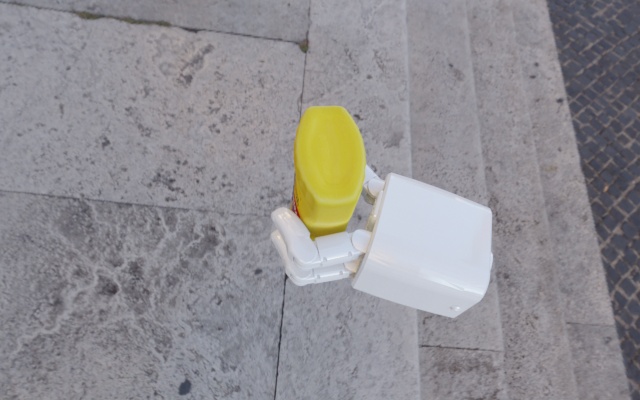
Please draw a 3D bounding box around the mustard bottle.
[{"bbox_3d":[0.000,0.001,0.463,0.058,0.096,0.192,-4,-26,-7],"label":"mustard bottle"}]
